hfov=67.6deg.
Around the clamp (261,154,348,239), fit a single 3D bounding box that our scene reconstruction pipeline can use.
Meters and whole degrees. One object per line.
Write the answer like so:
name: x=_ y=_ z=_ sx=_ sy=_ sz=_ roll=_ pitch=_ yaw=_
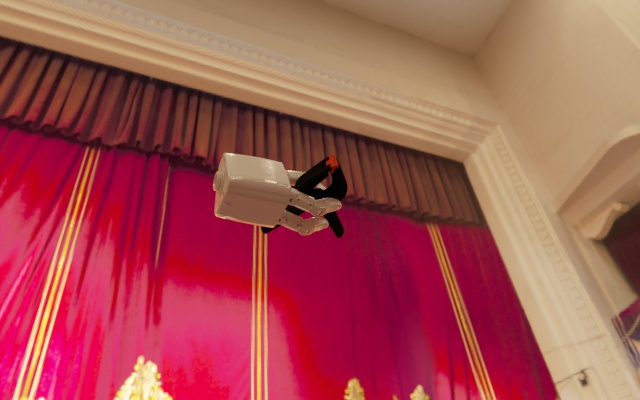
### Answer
clamp: x=0.000 y=0.002 z=0.860 sx=0.164 sy=0.036 sz=0.210 roll=9 pitch=-43 yaw=-24
